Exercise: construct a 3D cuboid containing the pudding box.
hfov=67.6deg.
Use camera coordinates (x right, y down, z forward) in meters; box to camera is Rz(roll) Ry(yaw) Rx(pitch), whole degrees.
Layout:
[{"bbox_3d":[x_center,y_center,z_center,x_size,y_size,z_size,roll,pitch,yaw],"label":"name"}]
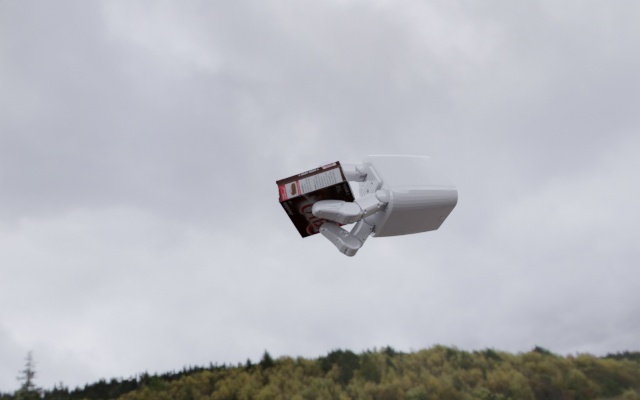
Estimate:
[{"bbox_3d":[0.000,0.002,0.638,0.090,0.039,0.114,-18,-34,5],"label":"pudding box"}]
